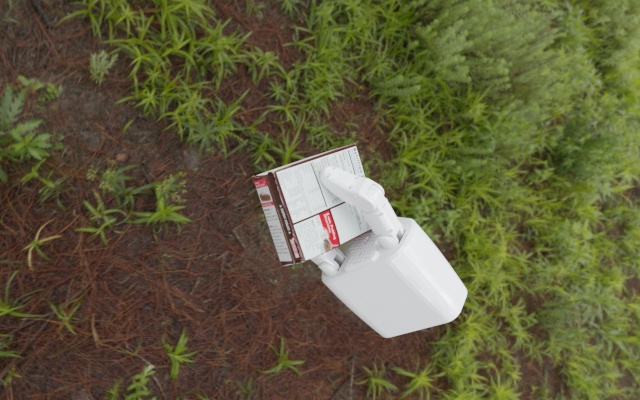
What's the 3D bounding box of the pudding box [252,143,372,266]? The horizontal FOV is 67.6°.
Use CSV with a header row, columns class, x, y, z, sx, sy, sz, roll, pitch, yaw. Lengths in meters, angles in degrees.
class,x,y,z,sx,sy,sz,roll,pitch,yaw
pudding box,0.000,0.002,0.462,0.113,0.090,0.039,-22,6,-41
